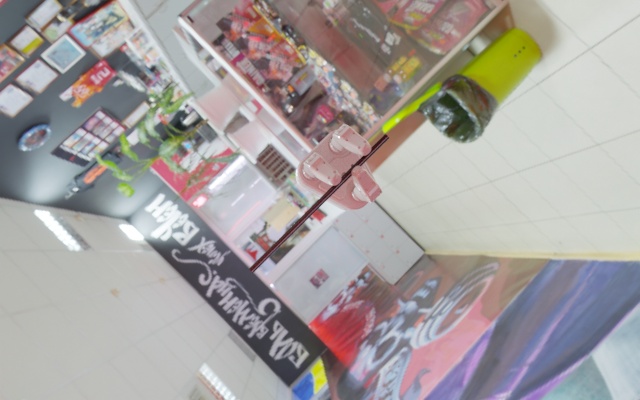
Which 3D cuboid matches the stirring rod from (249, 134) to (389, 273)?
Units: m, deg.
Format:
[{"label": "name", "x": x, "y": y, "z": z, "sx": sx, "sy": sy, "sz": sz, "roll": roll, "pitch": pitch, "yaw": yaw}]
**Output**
[{"label": "stirring rod", "x": 0.000, "y": 0.002, "z": 0.597, "sx": 0.239, "sy": 0.011, "sz": 0.011, "roll": -45, "pitch": 6, "yaw": -7}]
